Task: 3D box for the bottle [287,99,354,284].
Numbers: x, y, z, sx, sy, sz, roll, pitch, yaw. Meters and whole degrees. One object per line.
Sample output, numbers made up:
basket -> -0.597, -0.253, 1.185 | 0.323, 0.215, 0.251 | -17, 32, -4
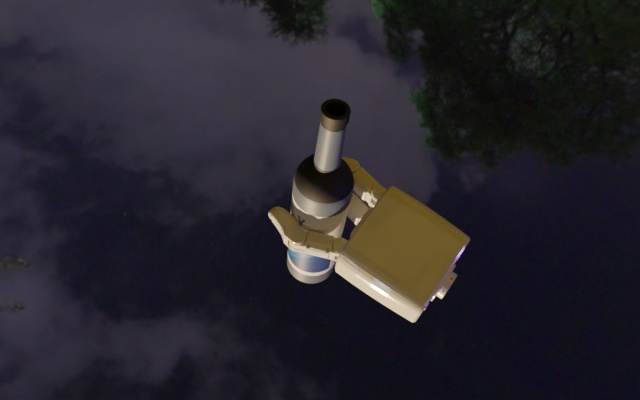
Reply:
bottle -> 0.000, 0.002, 0.551 | 0.069, 0.069, 0.296 | 0, -35, -7
